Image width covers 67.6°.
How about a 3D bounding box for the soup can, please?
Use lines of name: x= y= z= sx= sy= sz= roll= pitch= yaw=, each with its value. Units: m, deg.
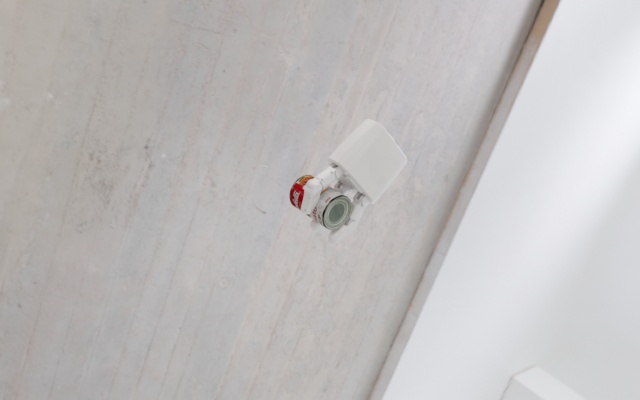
soup can: x=0.000 y=0.003 z=0.861 sx=0.068 sy=0.068 sz=0.102 roll=0 pitch=23 yaw=-42
